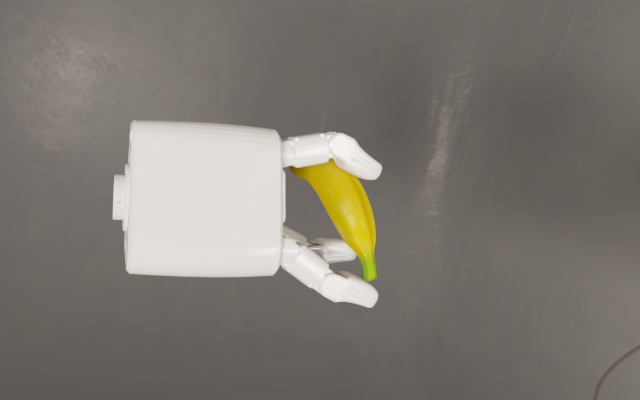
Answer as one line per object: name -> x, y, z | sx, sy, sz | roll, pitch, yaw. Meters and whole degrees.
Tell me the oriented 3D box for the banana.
banana -> 0.005, -0.012, 0.452 | 0.037, 0.070, 0.197 | -1, 33, -23
